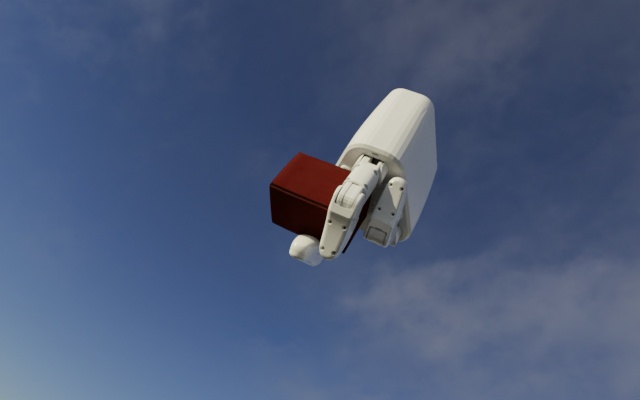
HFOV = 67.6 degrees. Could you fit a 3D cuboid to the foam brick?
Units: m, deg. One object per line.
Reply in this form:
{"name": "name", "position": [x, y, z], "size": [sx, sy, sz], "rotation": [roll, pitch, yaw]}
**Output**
{"name": "foam brick", "position": [0.000, 0.001, 0.432], "size": [0.078, 0.053, 0.051], "rotation": [22, 51, 14]}
